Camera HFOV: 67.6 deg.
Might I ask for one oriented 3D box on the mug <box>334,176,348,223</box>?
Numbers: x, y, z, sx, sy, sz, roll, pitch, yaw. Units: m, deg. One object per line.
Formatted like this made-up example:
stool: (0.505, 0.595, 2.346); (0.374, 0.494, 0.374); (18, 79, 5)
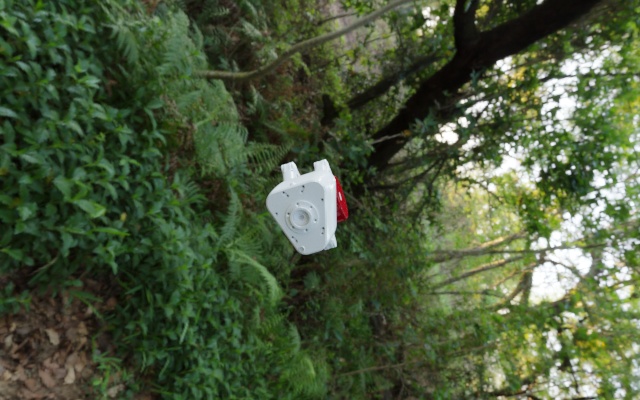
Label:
mug: (0.001, 0.003, 0.849); (0.081, 0.093, 0.117); (-16, 9, 10)
